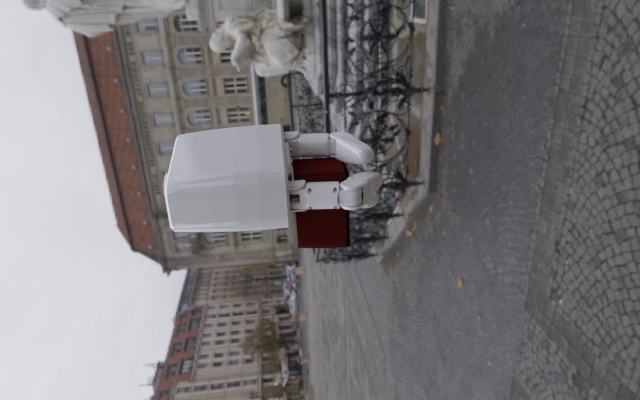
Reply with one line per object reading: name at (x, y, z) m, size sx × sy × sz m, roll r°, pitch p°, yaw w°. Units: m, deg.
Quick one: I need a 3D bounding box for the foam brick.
foam brick at (0.000, 0.002, 0.471) m, size 0.051 × 0.078 × 0.053 m, roll -4°, pitch 22°, yaw -4°
